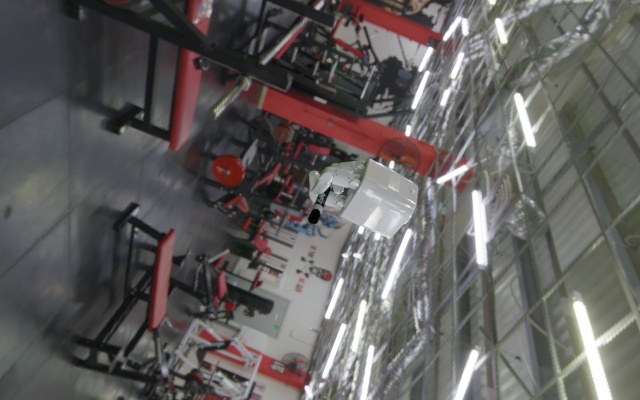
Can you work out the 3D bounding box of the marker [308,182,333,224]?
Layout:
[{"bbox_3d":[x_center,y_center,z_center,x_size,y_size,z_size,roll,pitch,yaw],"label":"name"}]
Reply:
[{"bbox_3d":[0.000,0.003,0.846,0.020,0.020,0.121,0,33,16],"label":"marker"}]
